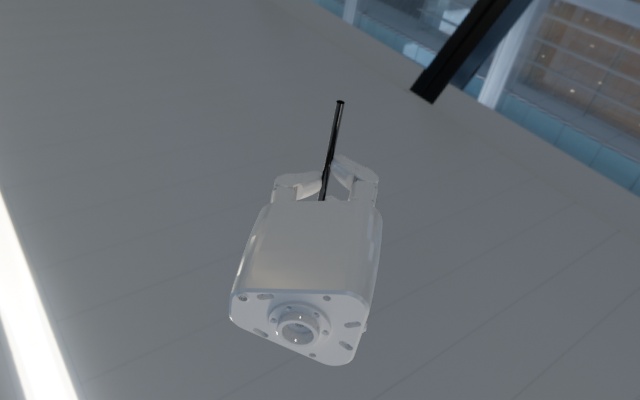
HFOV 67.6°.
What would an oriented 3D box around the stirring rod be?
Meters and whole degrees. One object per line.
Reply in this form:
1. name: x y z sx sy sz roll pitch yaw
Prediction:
1. stirring rod: 0.000 0.002 0.518 0.011 0.240 0.011 7 38 -5
